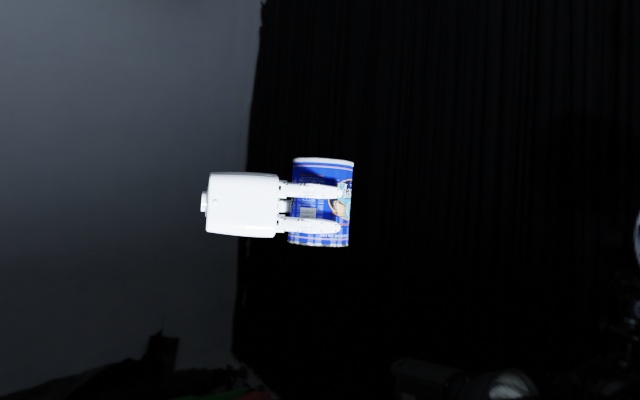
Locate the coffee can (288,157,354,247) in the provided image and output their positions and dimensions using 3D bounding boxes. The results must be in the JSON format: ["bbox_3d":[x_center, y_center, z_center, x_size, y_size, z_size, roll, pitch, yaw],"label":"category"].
[{"bbox_3d":[0.000,0.002,0.806,0.103,0.140,0.103,4,0,0],"label":"coffee can"}]
